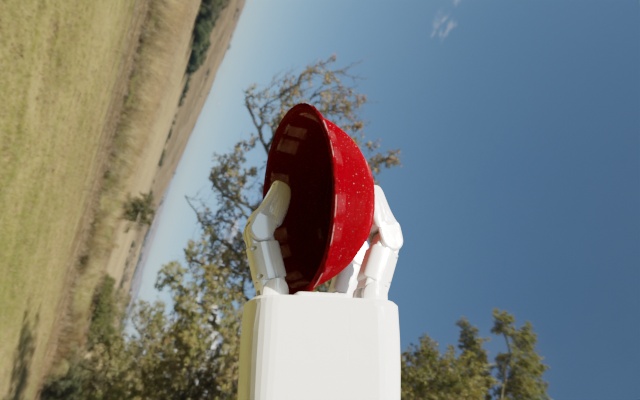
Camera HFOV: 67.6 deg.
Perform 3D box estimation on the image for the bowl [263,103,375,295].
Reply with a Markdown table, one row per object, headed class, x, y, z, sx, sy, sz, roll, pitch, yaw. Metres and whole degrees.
| class | x | y | z | sx | sy | sz | roll | pitch | yaw |
| --- | --- | --- | --- | --- | --- | --- | --- | --- | --- |
| bowl | 0.000 | 0.000 | 0.407 | 0.055 | 0.162 | 0.162 | 2 | -1 | -25 |
